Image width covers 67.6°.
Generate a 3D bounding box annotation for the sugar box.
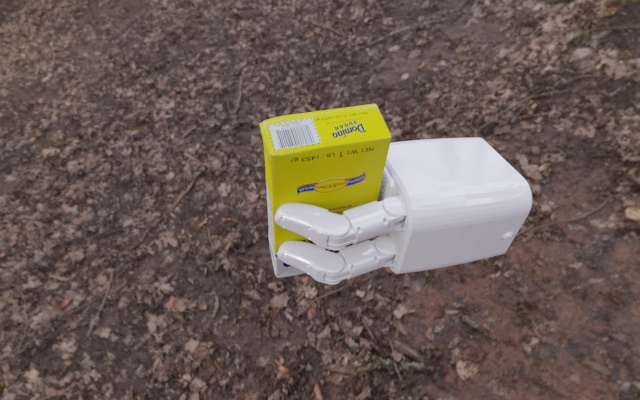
[{"bbox_3d":[0.000,0.002,0.417,0.093,0.048,0.176,-9,-39,-10],"label":"sugar box"}]
